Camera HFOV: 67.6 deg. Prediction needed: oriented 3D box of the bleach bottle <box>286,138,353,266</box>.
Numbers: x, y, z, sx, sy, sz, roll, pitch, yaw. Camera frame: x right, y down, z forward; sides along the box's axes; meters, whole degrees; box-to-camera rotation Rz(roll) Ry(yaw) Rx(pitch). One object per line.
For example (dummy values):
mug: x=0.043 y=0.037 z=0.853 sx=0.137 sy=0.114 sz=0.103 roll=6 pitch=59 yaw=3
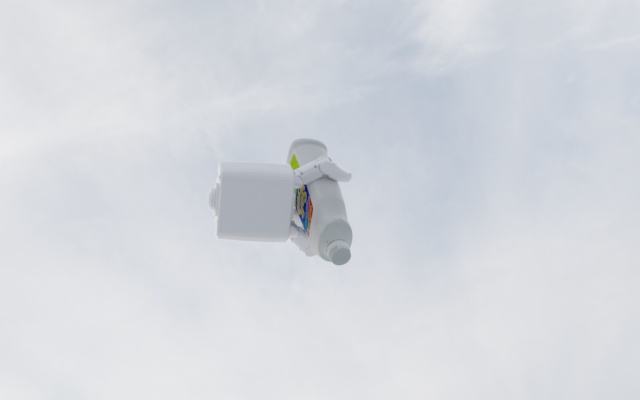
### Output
bleach bottle: x=0.000 y=0.002 z=0.727 sx=0.068 sy=0.103 sz=0.250 roll=4 pitch=30 yaw=-18
